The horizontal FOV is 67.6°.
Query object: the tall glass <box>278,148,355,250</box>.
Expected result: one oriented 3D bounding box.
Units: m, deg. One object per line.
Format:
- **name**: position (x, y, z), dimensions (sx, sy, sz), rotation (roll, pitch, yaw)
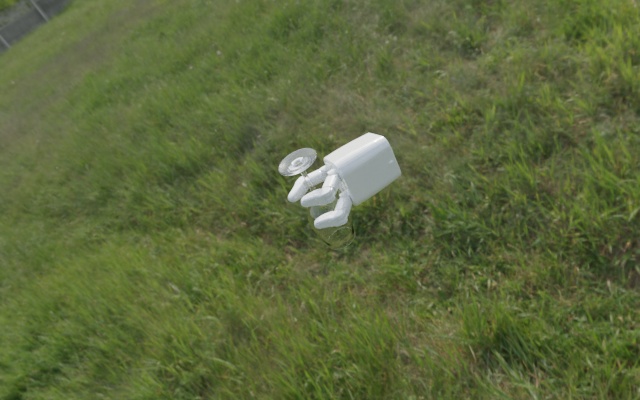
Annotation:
- **tall glass**: position (0.000, 0.002, 0.891), dimensions (0.079, 0.201, 0.079), rotation (-19, 35, 14)
